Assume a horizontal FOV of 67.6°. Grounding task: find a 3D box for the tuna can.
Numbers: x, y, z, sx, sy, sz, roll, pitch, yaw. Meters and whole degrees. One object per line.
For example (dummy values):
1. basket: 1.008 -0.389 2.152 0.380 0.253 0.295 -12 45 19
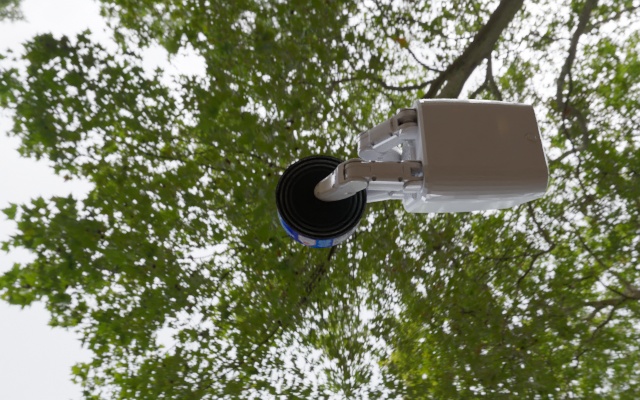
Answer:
1. tuna can: 0.000 0.002 0.460 0.086 0.086 0.034 0 -22 -3
